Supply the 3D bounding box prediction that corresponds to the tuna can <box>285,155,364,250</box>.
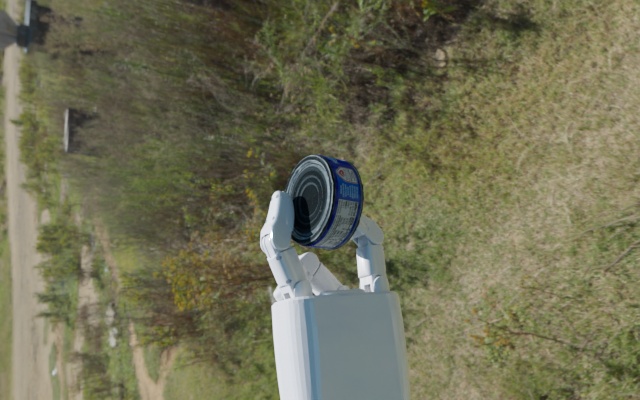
[{"bbox_3d":[0.000,0.001,0.441,0.034,0.086,0.086,10,-6,-34],"label":"tuna can"}]
